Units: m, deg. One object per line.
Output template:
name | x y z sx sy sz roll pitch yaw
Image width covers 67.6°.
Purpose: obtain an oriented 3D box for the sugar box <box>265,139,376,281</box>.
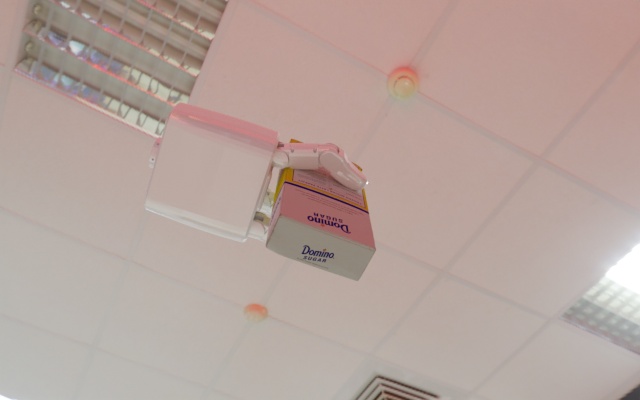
sugar box | 0.000 0.002 0.488 0.093 0.048 0.176 21 29 -10
